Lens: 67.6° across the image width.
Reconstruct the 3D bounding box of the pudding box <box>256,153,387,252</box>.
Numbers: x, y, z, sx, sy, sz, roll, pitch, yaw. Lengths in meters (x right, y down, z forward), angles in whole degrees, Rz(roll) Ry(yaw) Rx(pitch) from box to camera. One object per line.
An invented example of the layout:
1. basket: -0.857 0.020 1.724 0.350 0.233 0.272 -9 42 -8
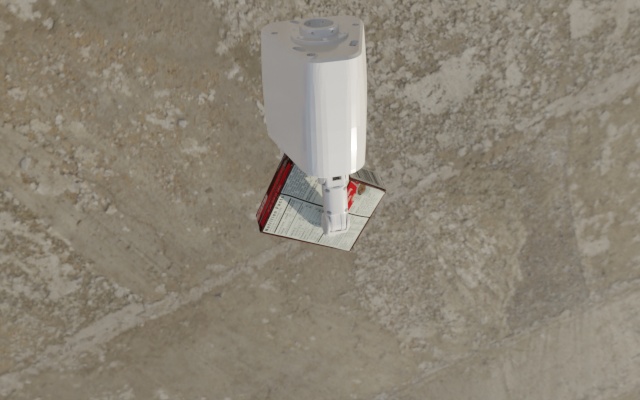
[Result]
1. pudding box: 0.000 0.002 0.502 0.113 0.090 0.039 16 30 -23
